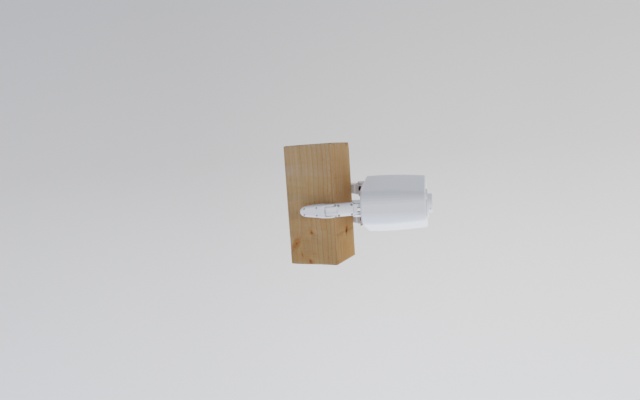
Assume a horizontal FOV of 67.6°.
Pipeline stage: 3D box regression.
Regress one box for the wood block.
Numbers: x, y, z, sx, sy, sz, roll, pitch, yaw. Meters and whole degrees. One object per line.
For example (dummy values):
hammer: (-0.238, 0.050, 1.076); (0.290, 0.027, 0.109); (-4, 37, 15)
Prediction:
wood block: (0.000, 0.003, 0.849); (0.090, 0.206, 0.091); (-1, 6, 25)
